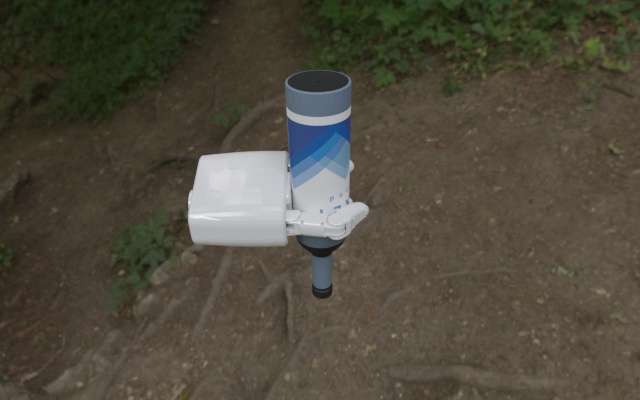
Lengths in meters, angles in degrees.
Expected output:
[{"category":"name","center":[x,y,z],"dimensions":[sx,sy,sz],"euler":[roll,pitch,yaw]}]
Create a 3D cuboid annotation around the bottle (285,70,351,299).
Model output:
[{"category":"bottle","center":[0.000,0.002,0.560],"dimensions":[0.069,0.296,0.069],"euler":[-1,34,1]}]
